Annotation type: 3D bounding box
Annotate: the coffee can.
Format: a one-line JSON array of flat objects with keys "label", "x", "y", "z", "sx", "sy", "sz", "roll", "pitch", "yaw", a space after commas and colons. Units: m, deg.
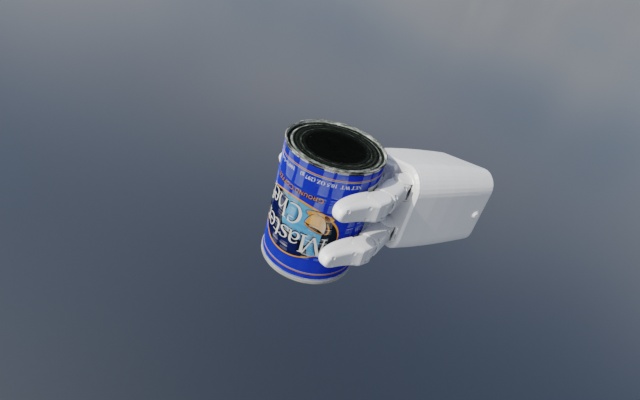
[{"label": "coffee can", "x": 0.000, "y": 0.002, "z": 0.498, "sx": 0.103, "sy": 0.140, "sz": 0.102, "roll": 11, "pitch": 34, "yaw": -7}]
